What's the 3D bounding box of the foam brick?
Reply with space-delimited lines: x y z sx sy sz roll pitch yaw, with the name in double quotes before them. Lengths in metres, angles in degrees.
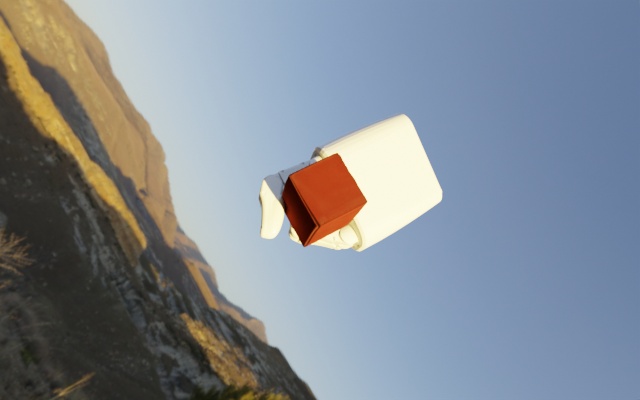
"foam brick" 0.000 0.001 0.435 0.051 0.053 0.078 -26 -11 -18
